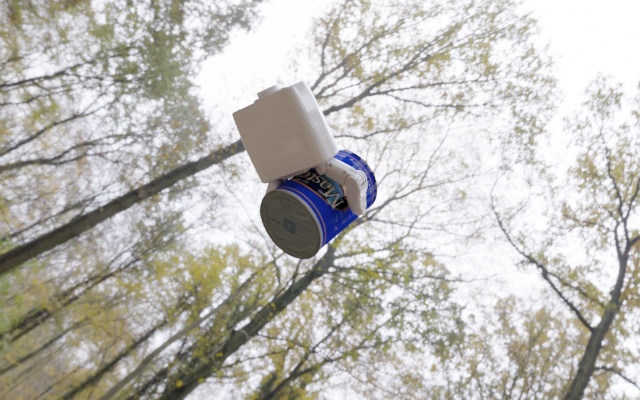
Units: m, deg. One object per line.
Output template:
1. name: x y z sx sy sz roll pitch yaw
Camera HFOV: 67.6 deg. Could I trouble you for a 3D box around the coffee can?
1. coffee can: 0.000 0.002 0.665 0.103 0.103 0.140 0 27 42
